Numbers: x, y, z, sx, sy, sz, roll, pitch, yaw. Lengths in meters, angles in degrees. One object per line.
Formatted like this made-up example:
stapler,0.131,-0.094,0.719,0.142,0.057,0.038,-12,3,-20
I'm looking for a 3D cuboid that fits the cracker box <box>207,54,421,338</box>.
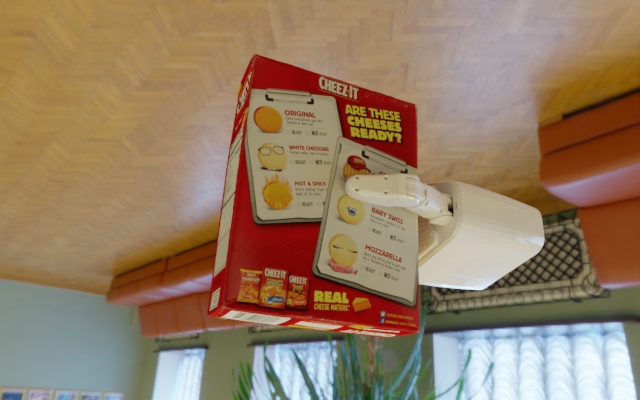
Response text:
cracker box,0.000,0.001,0.415,0.164,0.213,0.072,12,-24,-21
